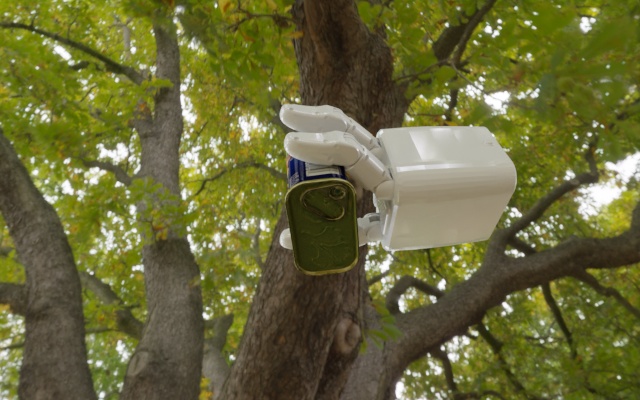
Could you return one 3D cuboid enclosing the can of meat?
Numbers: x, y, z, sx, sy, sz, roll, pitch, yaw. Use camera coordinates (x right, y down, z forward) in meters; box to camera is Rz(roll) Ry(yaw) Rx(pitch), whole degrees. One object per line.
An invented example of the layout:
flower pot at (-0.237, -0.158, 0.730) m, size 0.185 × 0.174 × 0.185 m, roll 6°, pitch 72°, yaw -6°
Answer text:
can of meat at (0.000, 0.001, 0.430) m, size 0.057 × 0.102 × 0.084 m, roll -7°, pitch 37°, yaw 0°
